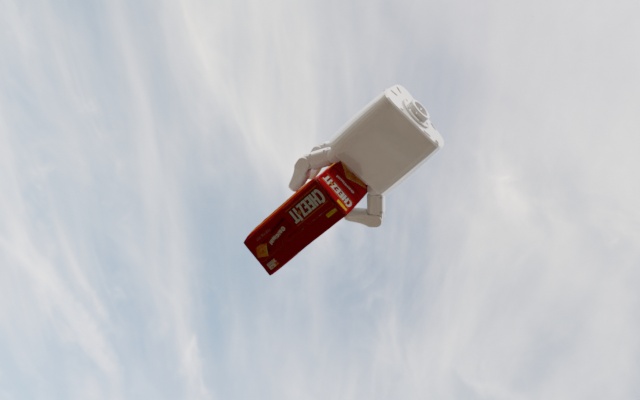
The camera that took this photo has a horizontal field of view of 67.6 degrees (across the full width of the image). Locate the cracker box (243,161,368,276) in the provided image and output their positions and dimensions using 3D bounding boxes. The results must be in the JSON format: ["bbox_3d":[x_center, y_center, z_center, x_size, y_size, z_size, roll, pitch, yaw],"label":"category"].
[{"bbox_3d":[0.000,0.002,0.726,0.164,0.072,0.213,-41,0,31],"label":"cracker box"}]
